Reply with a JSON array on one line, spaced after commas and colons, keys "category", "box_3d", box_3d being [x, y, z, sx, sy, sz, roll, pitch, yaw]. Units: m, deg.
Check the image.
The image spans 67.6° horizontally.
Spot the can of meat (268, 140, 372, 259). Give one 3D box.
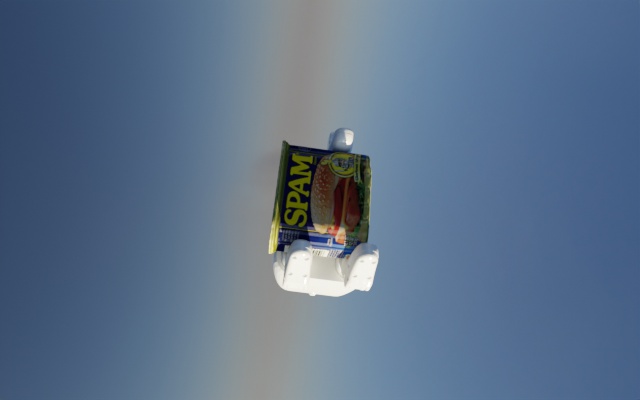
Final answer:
[{"category": "can of meat", "box_3d": [0.000, 0.001, 0.439, 0.084, 0.102, 0.057, 7, -22, -4]}]
